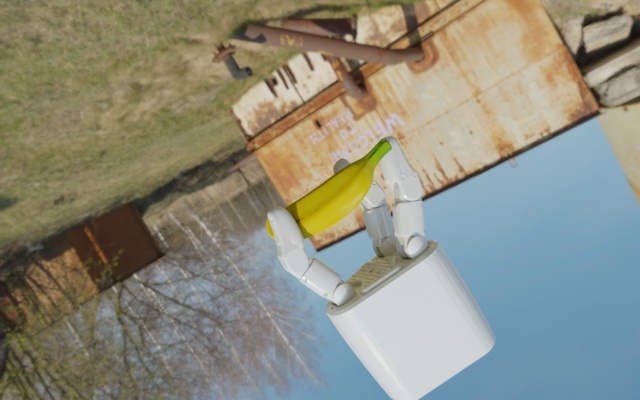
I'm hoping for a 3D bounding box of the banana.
[{"bbox_3d":[-0.009,0.010,0.452,0.069,0.037,0.198,-41,7,-40],"label":"banana"}]
